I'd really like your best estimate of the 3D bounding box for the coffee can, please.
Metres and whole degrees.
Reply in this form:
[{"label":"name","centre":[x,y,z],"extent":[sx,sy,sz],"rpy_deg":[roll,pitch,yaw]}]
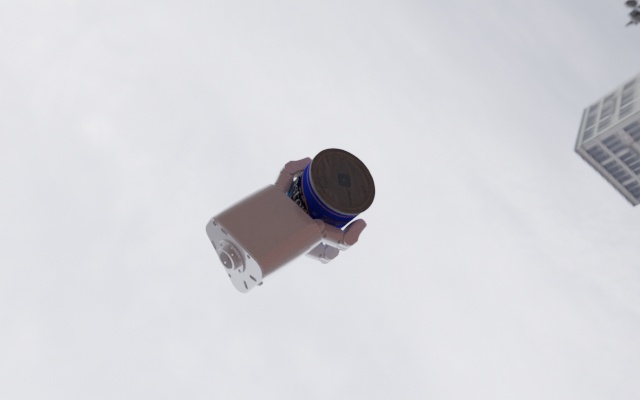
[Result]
[{"label":"coffee can","centre":[0.000,0.002,0.703],"extent":[0.103,0.102,0.140],"rpy_deg":[0,-26,-31]}]
